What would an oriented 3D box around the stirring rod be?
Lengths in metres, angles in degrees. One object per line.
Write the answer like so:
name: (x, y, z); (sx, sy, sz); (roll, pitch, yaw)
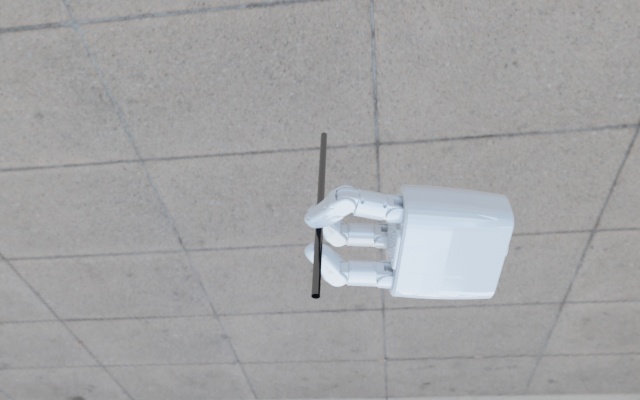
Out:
stirring rod: (0.000, 0.002, 0.511); (0.011, 0.011, 0.239); (0, 44, 3)
